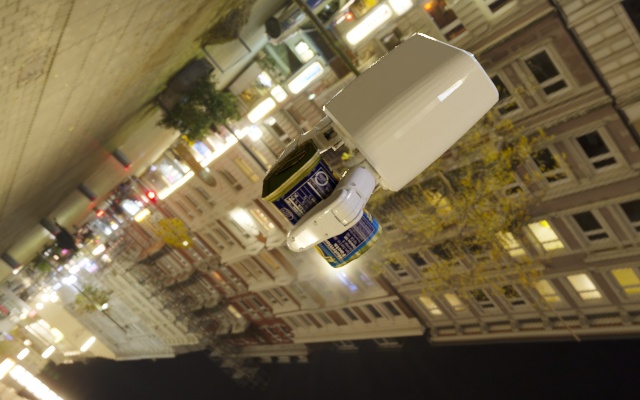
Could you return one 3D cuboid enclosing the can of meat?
[{"bbox_3d":[0.000,0.002,0.402,0.057,0.084,0.102,-41,14,5],"label":"can of meat"}]
